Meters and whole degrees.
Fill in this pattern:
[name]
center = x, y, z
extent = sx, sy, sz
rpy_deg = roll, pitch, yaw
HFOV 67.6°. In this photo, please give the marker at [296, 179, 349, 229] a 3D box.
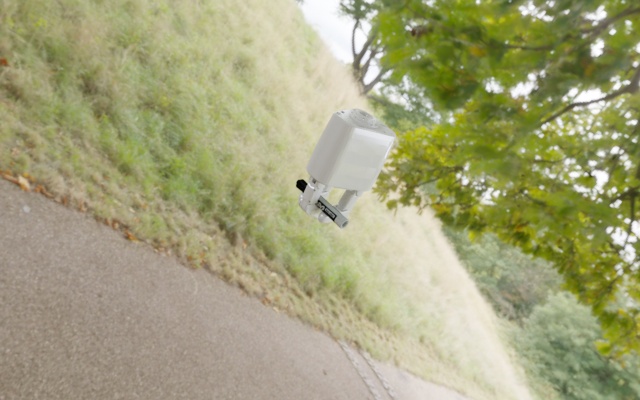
[marker]
center = 0.000, 0.003, 0.784
extent = 0.121, 0.020, 0.020
rpy_deg = 43, 25, 30
